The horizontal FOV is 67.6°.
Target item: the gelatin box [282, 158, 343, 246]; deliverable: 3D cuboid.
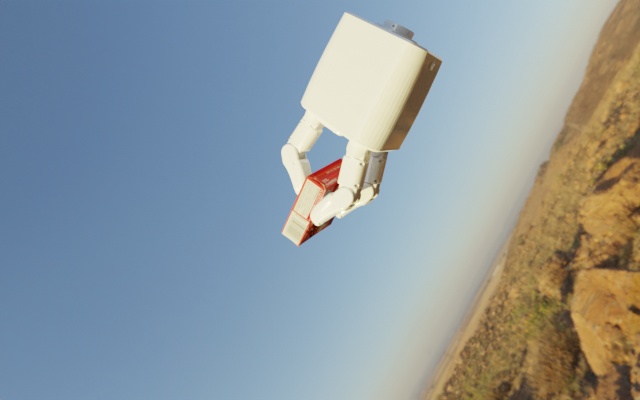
[{"bbox_3d":[0.000,0.002,0.551,0.030,0.089,0.073,37,35,16],"label":"gelatin box"}]
